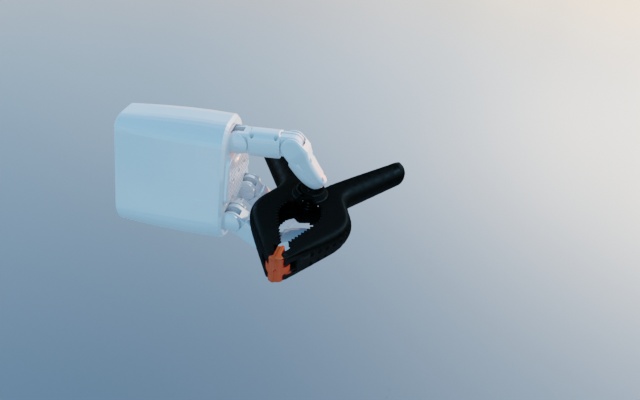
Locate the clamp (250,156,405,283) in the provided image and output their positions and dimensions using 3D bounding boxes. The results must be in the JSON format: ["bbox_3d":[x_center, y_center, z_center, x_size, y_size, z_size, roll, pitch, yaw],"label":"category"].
[{"bbox_3d":[0.000,0.001,0.468,0.164,0.036,0.209,8,35,5],"label":"clamp"}]
